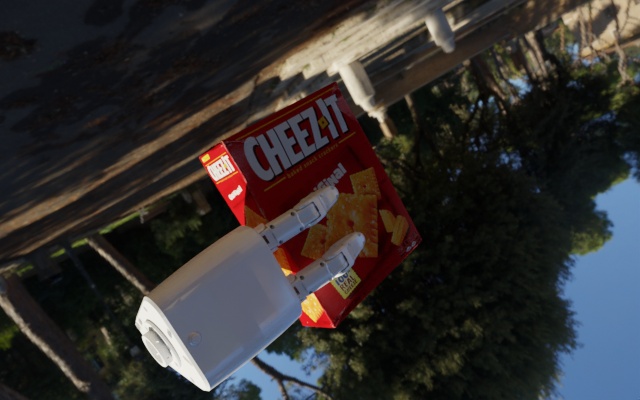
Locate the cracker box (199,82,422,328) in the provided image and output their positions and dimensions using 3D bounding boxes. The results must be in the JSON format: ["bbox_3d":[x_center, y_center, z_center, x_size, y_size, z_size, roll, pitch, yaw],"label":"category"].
[{"bbox_3d":[0.000,0.002,0.519,0.164,0.214,0.072,-36,11,-34],"label":"cracker box"}]
